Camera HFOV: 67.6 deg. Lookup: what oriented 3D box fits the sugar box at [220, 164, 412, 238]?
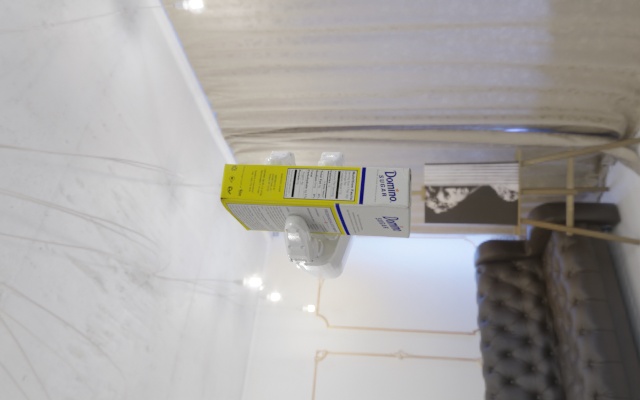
[{"bbox_3d":[0.000,0.001,0.470,0.176,0.048,0.093,0,-21,10],"label":"sugar box"}]
